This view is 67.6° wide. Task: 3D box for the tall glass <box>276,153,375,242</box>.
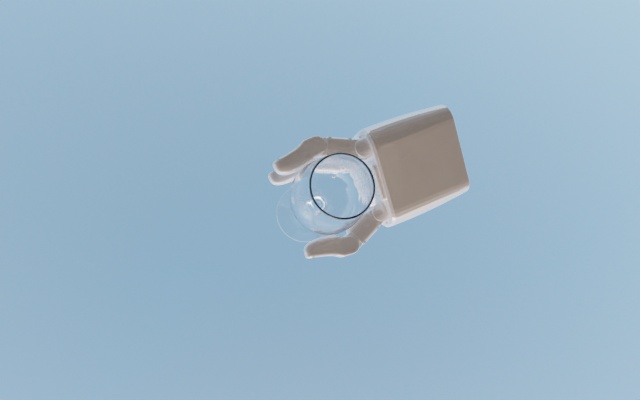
[{"bbox_3d":[0.000,0.002,0.524,0.079,0.079,0.201,0,-9,-12],"label":"tall glass"}]
